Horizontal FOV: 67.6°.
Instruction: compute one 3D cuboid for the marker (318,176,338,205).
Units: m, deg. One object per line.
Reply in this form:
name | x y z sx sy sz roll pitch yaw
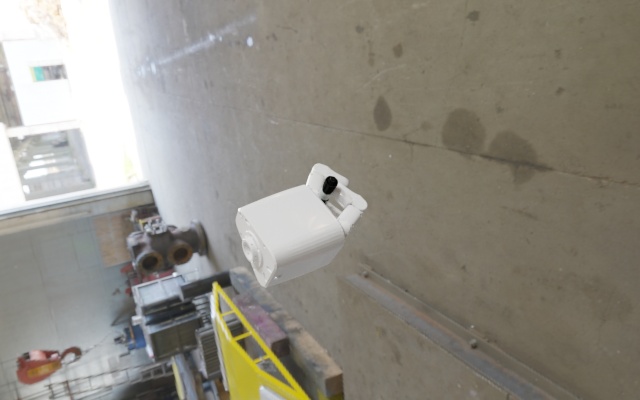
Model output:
marker | 0.000 0.002 0.695 0.020 0.020 0.121 0 -31 -19
